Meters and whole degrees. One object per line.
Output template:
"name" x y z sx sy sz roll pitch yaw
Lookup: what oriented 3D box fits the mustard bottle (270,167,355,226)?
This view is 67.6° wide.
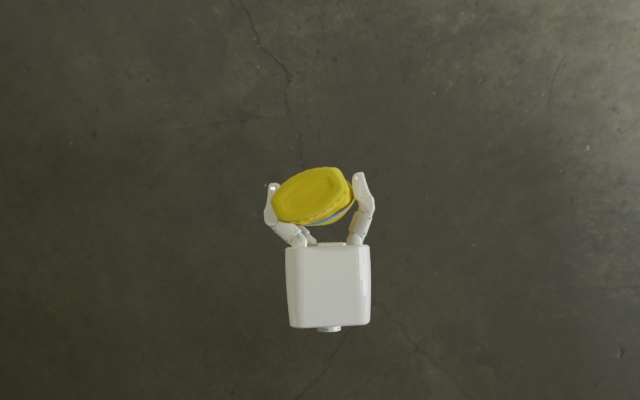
"mustard bottle" 0.000 0.002 0.670 0.096 0.058 0.191 -28 -10 6
